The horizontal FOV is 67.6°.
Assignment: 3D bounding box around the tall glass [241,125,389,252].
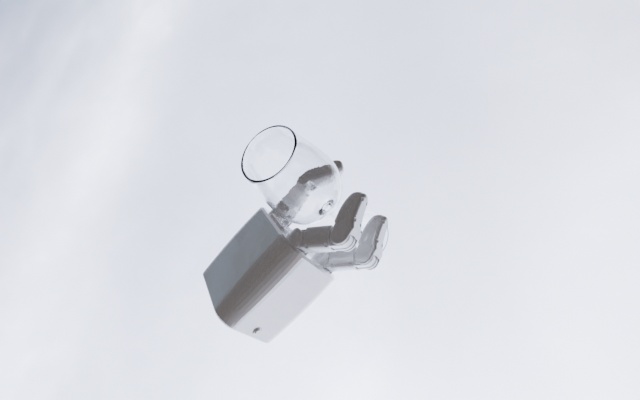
[{"bbox_3d":[0.000,0.002,0.511,0.079,0.079,0.201,0,-27,33],"label":"tall glass"}]
